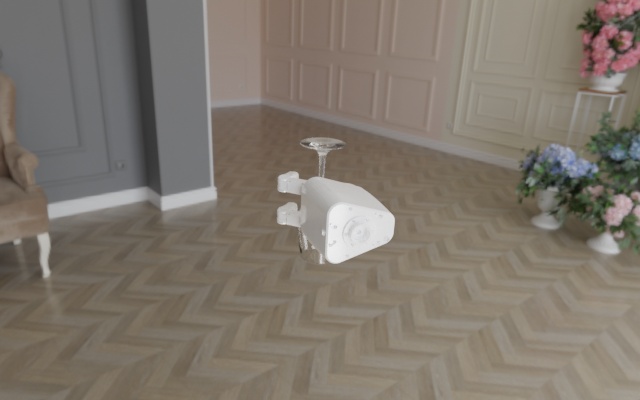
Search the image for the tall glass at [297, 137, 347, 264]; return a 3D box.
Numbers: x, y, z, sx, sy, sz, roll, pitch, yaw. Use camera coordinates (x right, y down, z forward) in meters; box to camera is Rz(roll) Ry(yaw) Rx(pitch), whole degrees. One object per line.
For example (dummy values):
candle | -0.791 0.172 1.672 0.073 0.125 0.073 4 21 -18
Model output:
tall glass | 0.000 0.002 0.788 0.079 0.201 0.079 2 21 -1
